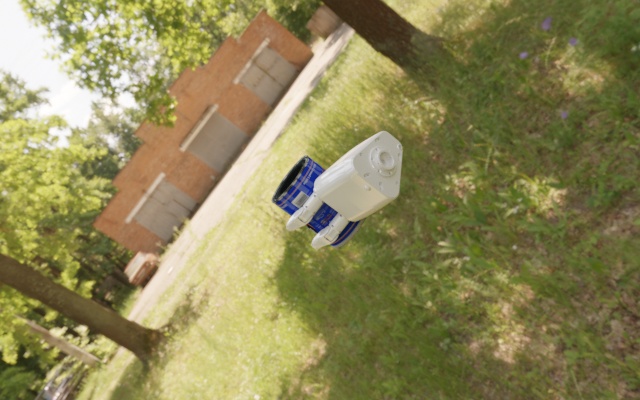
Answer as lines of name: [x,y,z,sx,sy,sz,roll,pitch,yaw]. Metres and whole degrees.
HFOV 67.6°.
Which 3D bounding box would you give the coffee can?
coffee can: [0.000,0.003,0.837,0.140,0.103,0.103,37,-11,-14]
